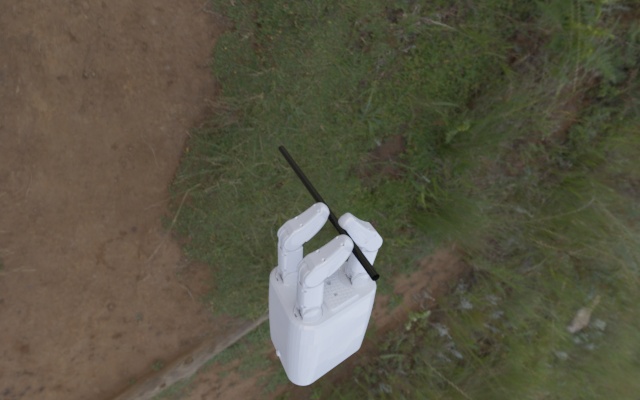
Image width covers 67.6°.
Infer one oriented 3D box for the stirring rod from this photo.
[{"bbox_3d":[0.000,0.002,0.512,0.011,0.011,0.239,0,34,-30],"label":"stirring rod"}]
